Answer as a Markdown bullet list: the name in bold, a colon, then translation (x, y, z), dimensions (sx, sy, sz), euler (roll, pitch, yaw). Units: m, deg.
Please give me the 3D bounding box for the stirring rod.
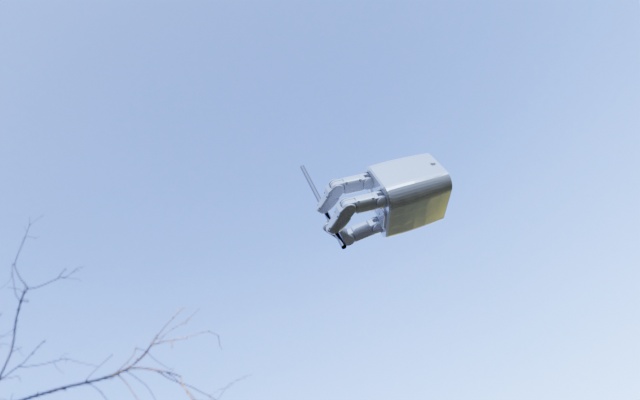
- **stirring rod**: translation (0.000, 0.003, 0.781), dimensions (0.011, 0.011, 0.239), euler (0, 32, -19)
